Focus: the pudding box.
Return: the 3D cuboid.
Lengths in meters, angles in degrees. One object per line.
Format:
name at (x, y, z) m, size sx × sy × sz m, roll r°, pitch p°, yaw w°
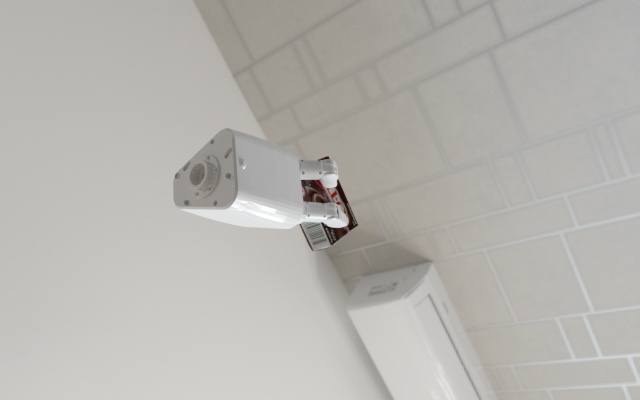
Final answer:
pudding box at (0.000, 0.002, 0.657) m, size 0.039 × 0.113 × 0.090 m, roll -18°, pitch 6°, yaw 33°
